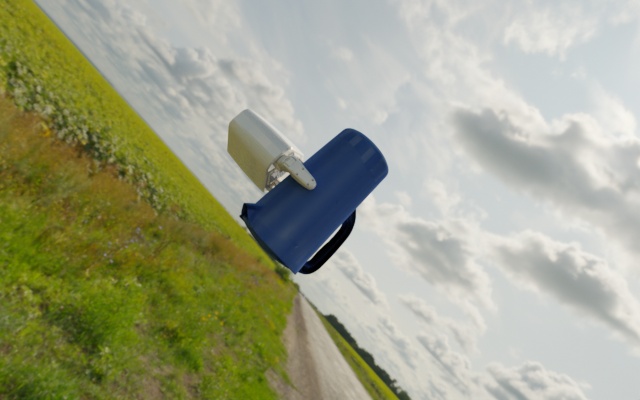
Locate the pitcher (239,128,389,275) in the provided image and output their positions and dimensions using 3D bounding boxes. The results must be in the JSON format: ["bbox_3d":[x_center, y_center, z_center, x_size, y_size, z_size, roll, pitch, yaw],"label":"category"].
[{"bbox_3d":[0.000,0.002,0.797,0.243,0.145,0.149,-43,-12,-9],"label":"pitcher"}]
